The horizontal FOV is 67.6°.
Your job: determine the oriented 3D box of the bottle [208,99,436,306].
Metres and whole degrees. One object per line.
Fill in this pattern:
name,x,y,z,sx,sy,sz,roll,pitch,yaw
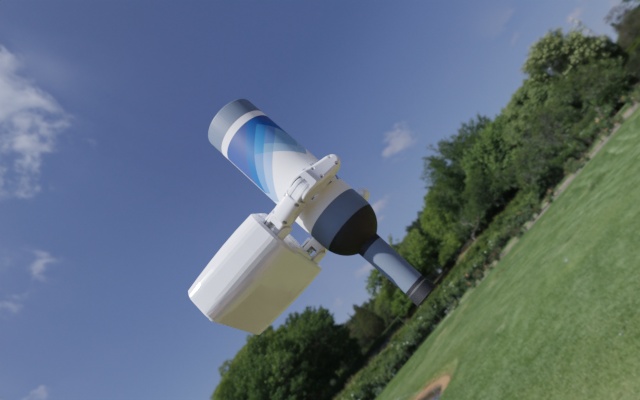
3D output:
bottle,0.000,0.001,0.513,0.295,0.069,0.069,41,15,18
